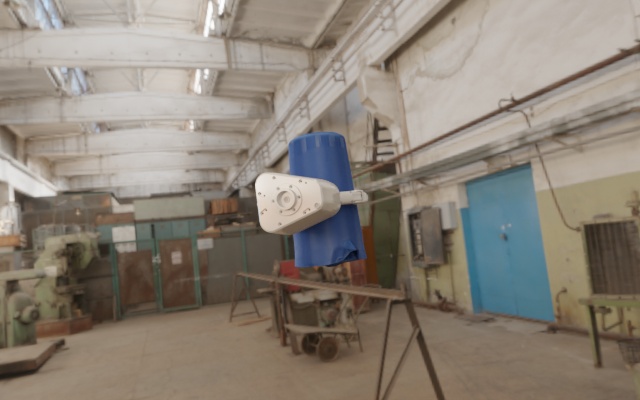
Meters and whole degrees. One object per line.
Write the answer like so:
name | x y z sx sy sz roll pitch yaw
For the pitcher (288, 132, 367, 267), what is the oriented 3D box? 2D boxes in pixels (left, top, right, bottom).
pitcher | 0.000 0.003 0.898 0.149 0.243 0.145 -8 -5 16
